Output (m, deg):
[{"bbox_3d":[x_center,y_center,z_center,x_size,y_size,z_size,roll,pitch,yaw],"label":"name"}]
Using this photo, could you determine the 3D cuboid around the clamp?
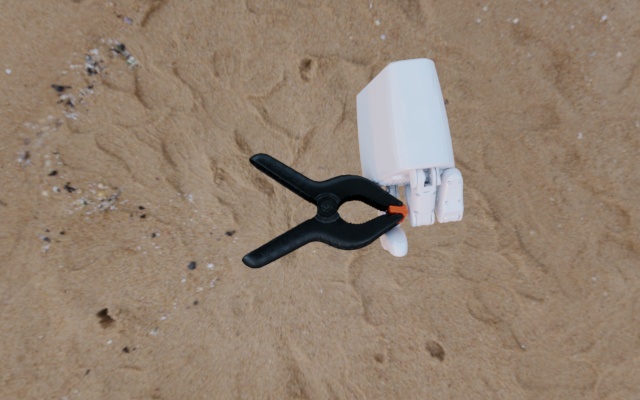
[{"bbox_3d":[0.000,0.002,0.492,0.171,0.120,0.039,-6,-9,-4],"label":"clamp"}]
